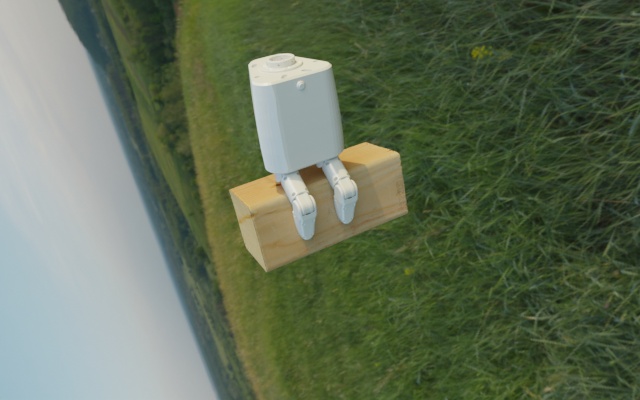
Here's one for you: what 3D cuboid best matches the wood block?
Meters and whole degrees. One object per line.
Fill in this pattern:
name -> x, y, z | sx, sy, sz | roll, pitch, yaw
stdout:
wood block -> 0.000, 0.002, 0.625 | 0.206, 0.090, 0.090 | -21, 23, -19
